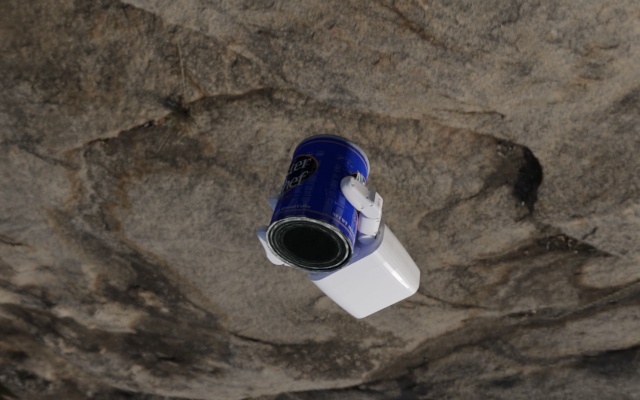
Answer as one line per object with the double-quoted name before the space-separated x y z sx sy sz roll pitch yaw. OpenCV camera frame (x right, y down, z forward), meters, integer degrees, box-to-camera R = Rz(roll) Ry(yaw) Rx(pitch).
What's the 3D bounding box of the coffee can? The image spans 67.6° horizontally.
"coffee can" 0.000 0.002 0.585 0.103 0.140 0.103 9 -42 8
